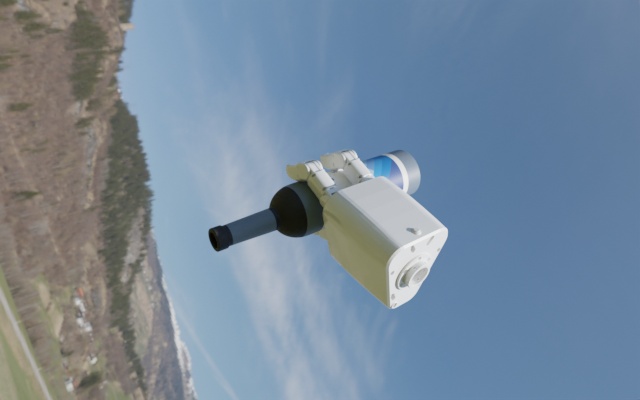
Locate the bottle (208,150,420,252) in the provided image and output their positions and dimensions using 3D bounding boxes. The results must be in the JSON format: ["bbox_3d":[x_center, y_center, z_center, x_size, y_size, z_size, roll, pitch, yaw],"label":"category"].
[{"bbox_3d":[0.000,0.002,0.602,0.295,0.069,0.069,-20,11,-32],"label":"bottle"}]
